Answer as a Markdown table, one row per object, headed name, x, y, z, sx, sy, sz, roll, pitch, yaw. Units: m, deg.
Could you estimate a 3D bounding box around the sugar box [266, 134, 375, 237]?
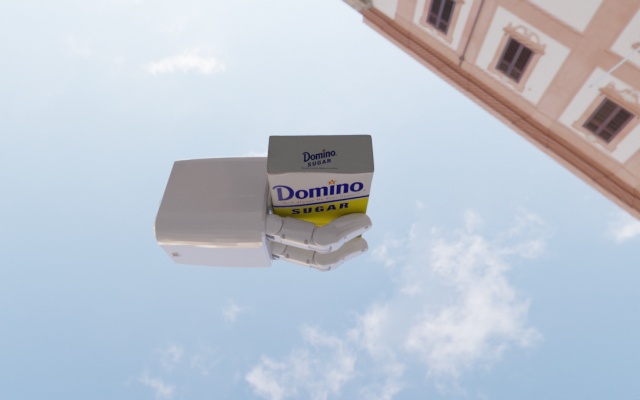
| name | x | y | z | sx | sy | sz | roll | pitch | yaw |
| --- | --- | --- | --- | --- | --- | --- | --- | --- | --- |
| sugar box | 0.000 | 0.002 | 0.481 | 0.093 | 0.048 | 0.176 | -1 | -26 | 0 |
